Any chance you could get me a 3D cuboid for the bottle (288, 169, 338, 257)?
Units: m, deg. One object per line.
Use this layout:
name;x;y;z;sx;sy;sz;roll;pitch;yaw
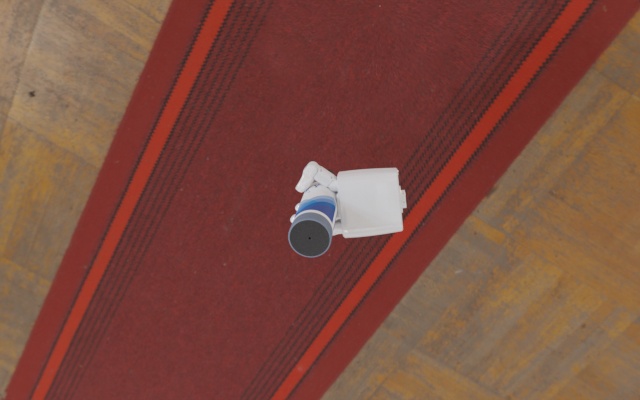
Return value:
bottle;0.000;0.003;0.861;0.069;0.069;0.295;0;22;7
